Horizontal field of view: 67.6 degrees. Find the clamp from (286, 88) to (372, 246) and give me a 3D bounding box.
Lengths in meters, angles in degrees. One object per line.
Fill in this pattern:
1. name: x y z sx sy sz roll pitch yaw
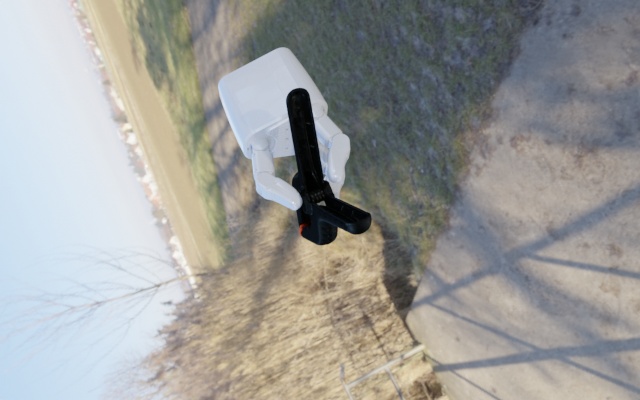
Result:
1. clamp: -0.001 0.002 0.533 0.036 0.164 0.210 -19 -28 -15
